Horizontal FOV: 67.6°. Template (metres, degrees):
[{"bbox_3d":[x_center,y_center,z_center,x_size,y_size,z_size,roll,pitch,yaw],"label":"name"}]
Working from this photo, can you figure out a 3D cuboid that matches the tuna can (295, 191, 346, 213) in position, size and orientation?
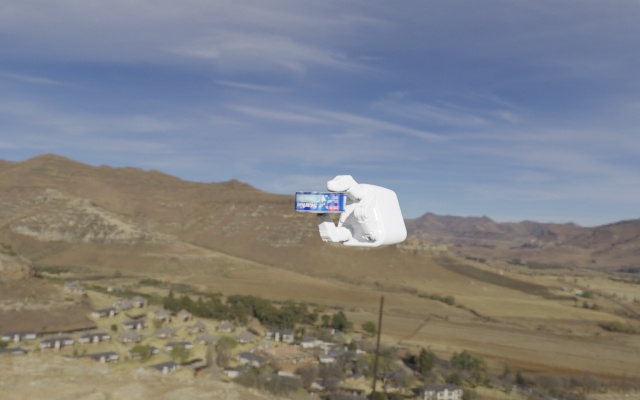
[{"bbox_3d":[0.000,0.002,0.793,0.086,0.034,0.086,1,1,0],"label":"tuna can"}]
